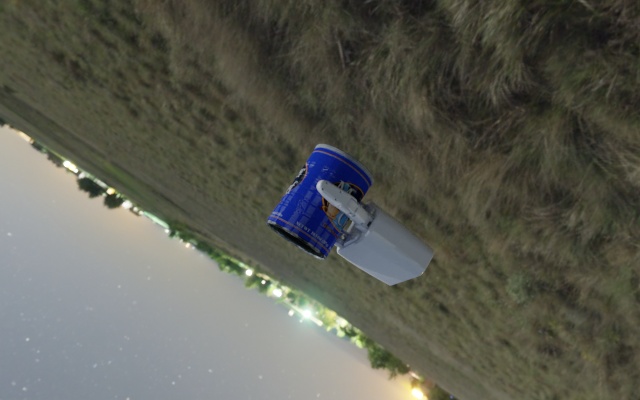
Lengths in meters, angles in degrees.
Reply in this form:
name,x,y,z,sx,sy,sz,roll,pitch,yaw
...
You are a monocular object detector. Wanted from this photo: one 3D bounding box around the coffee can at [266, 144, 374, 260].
name,x,y,z,sx,sy,sz,roll,pitch,yaw
coffee can,0.000,0.002,0.707,0.103,0.140,0.103,31,-12,8
